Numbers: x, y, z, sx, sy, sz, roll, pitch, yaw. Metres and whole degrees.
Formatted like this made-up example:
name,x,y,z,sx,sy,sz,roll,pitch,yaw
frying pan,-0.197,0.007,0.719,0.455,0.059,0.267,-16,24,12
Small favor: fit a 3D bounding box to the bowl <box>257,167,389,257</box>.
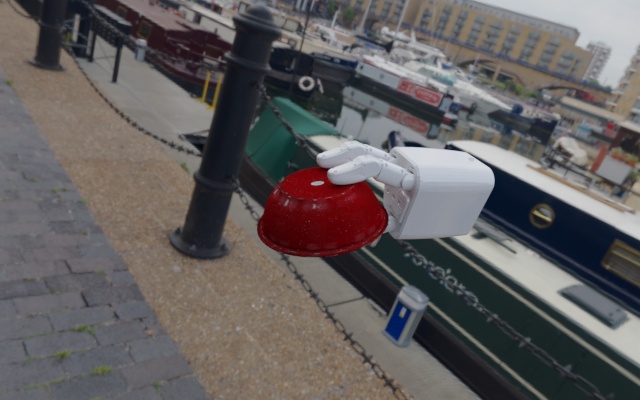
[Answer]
name,x,y,z,sx,sy,sz,roll,pitch,yaw
bowl,-0.001,0.002,0.572,0.162,0.055,0.162,-5,27,3
